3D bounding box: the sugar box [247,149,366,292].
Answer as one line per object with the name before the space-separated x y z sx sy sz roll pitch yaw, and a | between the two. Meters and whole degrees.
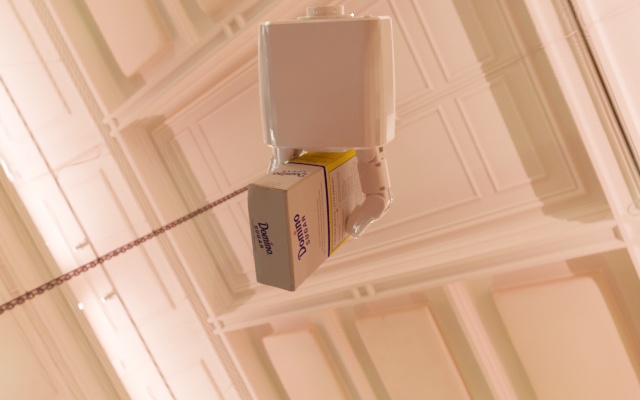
sugar box | 0.000 0.001 0.454 0.048 0.093 0.176 10 24 29
